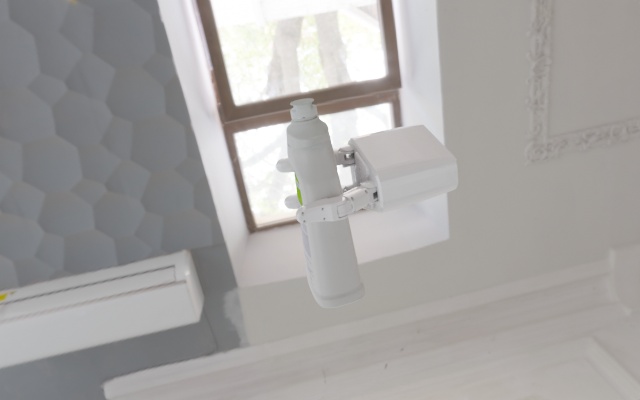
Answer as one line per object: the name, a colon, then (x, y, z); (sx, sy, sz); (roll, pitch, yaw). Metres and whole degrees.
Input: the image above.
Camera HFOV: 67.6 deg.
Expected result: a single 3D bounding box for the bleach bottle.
bleach bottle: (0.000, 0.002, 0.594); (0.068, 0.251, 0.102); (-14, 24, -10)
